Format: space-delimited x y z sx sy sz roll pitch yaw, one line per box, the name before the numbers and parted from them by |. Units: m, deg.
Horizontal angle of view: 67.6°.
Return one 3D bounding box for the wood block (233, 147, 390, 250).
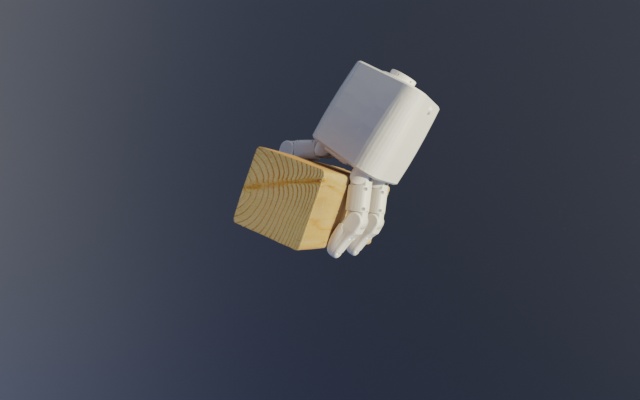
wood block | 0.000 0.001 0.591 0.091 0.090 0.206 22 7 26
